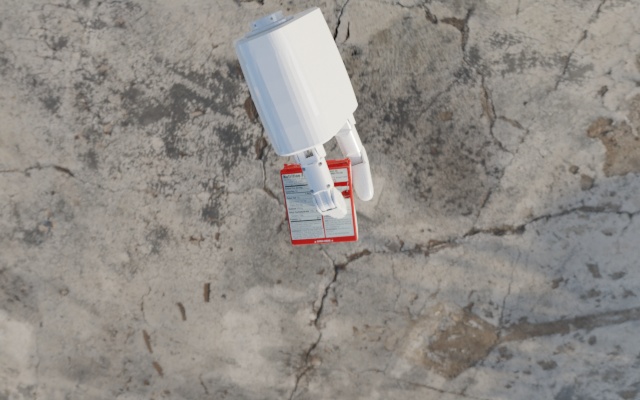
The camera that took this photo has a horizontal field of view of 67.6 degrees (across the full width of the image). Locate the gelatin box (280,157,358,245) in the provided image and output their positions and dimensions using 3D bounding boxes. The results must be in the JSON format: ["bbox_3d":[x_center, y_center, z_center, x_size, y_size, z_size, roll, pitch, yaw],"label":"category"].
[{"bbox_3d":[0.000,0.002,0.514,0.073,0.089,0.030,-5,21,7],"label":"gelatin box"}]
